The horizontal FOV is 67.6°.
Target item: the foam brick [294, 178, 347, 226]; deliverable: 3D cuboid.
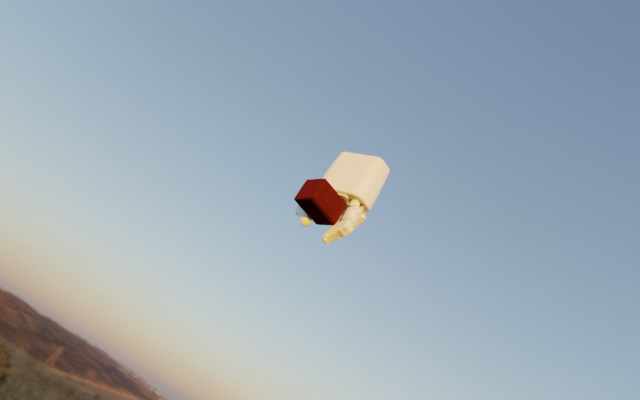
[{"bbox_3d":[0.000,0.003,0.888,0.053,0.051,0.078,0,-41,47],"label":"foam brick"}]
